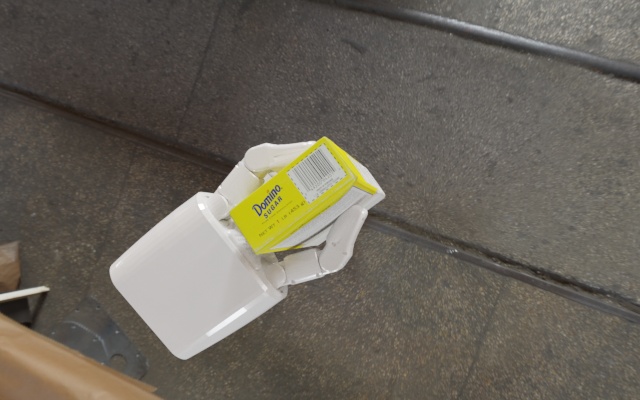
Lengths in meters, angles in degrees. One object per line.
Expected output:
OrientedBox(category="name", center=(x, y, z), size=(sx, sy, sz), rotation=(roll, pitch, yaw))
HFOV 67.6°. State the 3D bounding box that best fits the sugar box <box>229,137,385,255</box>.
OrientedBox(category="sugar box", center=(0.000, 0.001, 0.419), size=(0.093, 0.048, 0.176), rotation=(-36, -8, 9))
